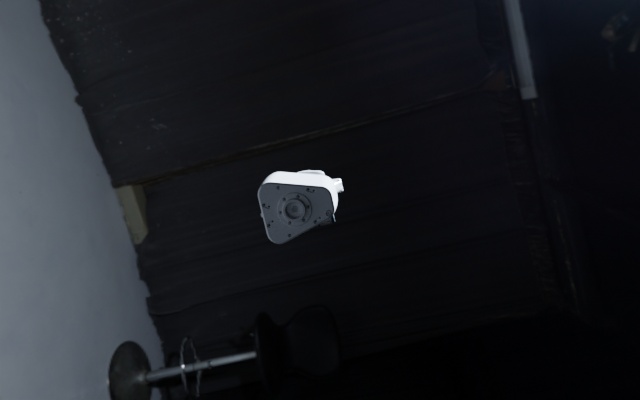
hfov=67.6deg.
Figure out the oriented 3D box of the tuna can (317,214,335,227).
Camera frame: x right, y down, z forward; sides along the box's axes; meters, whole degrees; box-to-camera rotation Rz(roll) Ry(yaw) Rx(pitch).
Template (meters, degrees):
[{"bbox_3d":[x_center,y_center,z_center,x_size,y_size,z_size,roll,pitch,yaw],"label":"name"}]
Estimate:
[{"bbox_3d":[0.001,0.003,0.861,0.034,0.086,0.086,-15,-1,2],"label":"tuna can"}]
